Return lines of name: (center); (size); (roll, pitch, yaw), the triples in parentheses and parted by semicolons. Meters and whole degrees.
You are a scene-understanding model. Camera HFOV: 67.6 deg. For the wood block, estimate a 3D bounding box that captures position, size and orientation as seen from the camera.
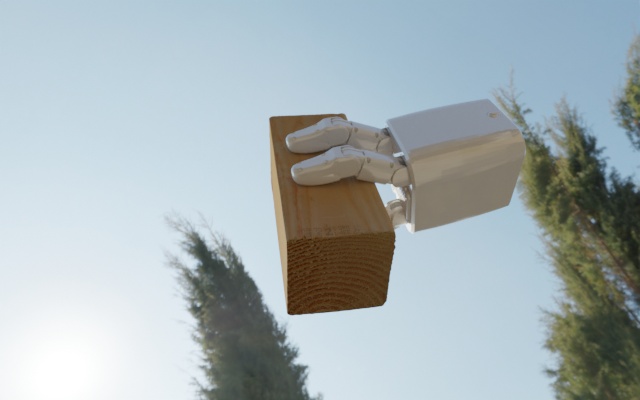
wood block: (0.000, 0.002, 0.474); (0.090, 0.091, 0.206); (-4, 37, -7)
